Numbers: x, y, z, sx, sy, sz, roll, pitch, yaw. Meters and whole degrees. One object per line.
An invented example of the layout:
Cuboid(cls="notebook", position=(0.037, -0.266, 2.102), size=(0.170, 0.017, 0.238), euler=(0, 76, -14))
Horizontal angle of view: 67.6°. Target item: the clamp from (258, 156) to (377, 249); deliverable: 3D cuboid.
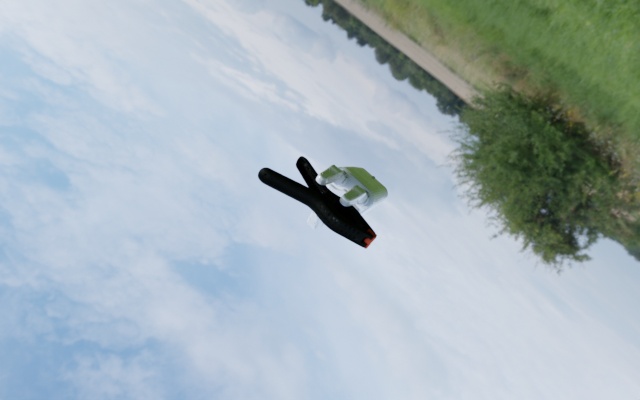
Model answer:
Cuboid(cls="clamp", position=(0.000, 0.004, 0.786), size=(0.210, 0.036, 0.164), euler=(43, 24, 14))
